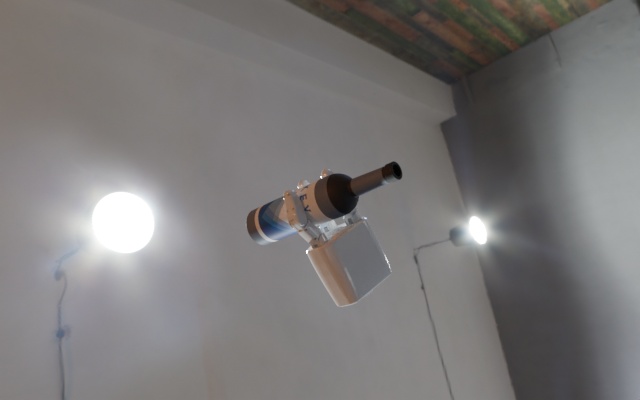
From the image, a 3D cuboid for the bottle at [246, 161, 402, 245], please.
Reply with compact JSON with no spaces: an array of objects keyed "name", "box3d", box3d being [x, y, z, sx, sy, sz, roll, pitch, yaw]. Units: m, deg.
[{"name":"bottle","box3d":[0.000,0.002,0.754,0.296,0.069,0.069,-23,-15,39]}]
